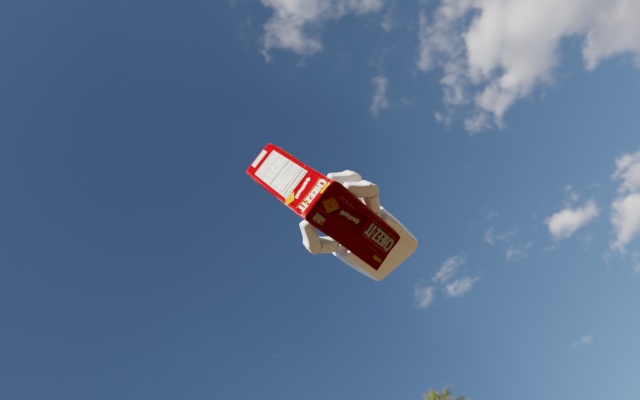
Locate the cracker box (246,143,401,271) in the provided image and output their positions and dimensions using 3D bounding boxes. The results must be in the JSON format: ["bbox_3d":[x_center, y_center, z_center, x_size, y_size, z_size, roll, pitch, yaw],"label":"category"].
[{"bbox_3d":[0.000,0.003,0.736,0.164,0.072,0.213,37,-2,-36],"label":"cracker box"}]
